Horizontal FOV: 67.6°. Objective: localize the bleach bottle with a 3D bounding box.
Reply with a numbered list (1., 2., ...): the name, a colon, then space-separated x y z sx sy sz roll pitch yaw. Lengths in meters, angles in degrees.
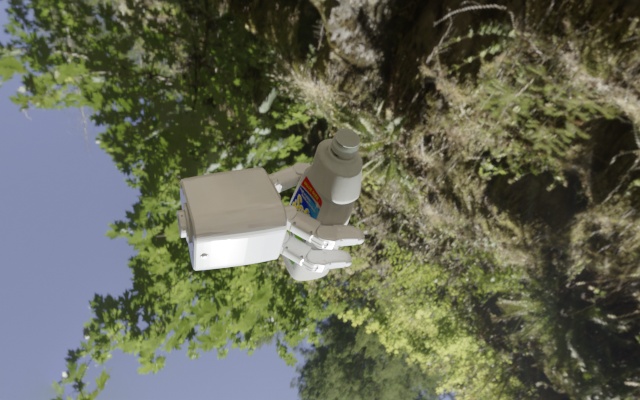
1. bleach bottle: 0.000 0.002 0.611 0.068 0.102 0.251 -8 -35 -21
